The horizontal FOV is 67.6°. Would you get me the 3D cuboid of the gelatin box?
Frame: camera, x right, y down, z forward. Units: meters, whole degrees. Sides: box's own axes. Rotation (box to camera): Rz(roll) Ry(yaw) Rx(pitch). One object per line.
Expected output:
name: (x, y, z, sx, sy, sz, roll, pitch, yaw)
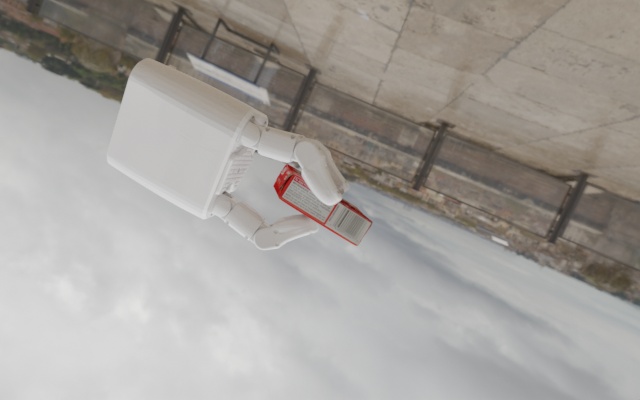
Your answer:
gelatin box: (0.000, 0.002, 0.456, 0.089, 0.030, 0.073, 32, 4, -12)
